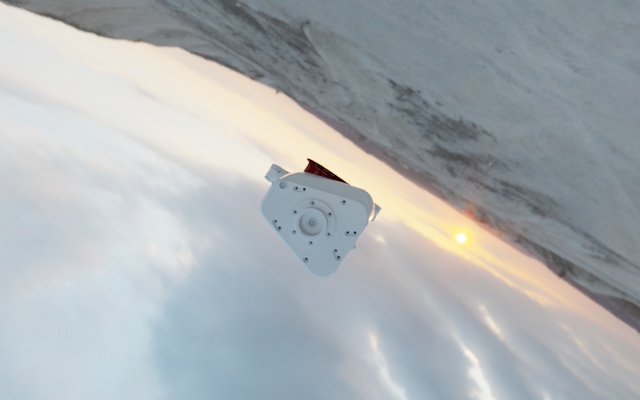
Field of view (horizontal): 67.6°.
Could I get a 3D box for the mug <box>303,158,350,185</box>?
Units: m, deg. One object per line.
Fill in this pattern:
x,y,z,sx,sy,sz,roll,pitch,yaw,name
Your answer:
0.000,0.002,0.644,0.093,0.081,0.117,35,7,4,mug
